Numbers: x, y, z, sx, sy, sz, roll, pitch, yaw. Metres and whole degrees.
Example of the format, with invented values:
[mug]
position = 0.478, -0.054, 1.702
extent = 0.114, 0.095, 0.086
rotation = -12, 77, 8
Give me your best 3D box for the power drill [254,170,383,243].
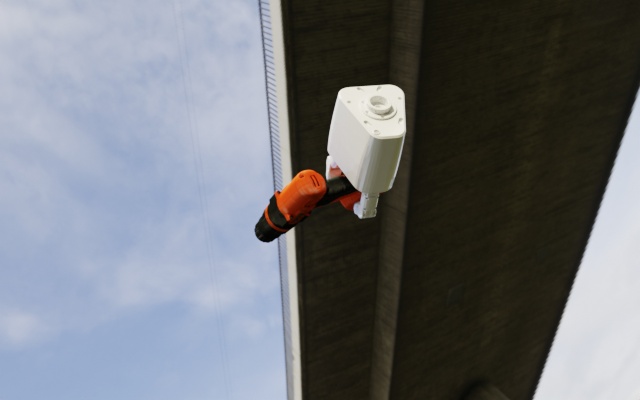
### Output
[power drill]
position = 0.001, 0.002, 0.751
extent = 0.187, 0.057, 0.184
rotation = -17, -15, -38
